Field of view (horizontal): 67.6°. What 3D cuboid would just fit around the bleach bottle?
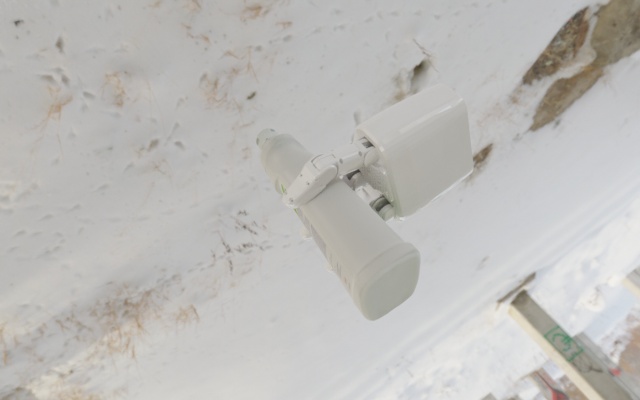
[{"bbox_3d":[0.000,0.002,0.503,0.068,0.250,0.103,-31,-33,-13],"label":"bleach bottle"}]
